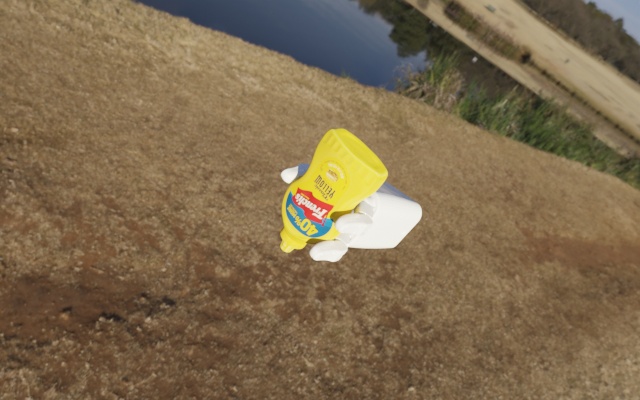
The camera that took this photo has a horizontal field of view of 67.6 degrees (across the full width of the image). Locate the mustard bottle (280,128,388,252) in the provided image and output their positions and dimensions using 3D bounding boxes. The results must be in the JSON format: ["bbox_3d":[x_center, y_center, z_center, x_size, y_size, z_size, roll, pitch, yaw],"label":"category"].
[{"bbox_3d":[0.000,0.002,0.650,0.096,0.192,0.058,46,30,15],"label":"mustard bottle"}]
